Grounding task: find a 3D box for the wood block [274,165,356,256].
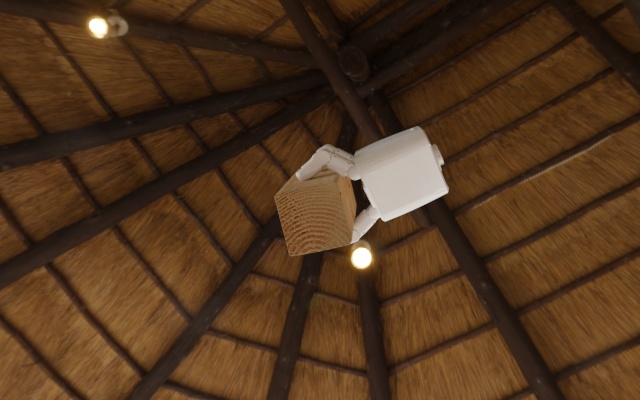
[{"bbox_3d":[0.001,0.003,0.737,0.090,0.091,0.206,-13,11,9],"label":"wood block"}]
